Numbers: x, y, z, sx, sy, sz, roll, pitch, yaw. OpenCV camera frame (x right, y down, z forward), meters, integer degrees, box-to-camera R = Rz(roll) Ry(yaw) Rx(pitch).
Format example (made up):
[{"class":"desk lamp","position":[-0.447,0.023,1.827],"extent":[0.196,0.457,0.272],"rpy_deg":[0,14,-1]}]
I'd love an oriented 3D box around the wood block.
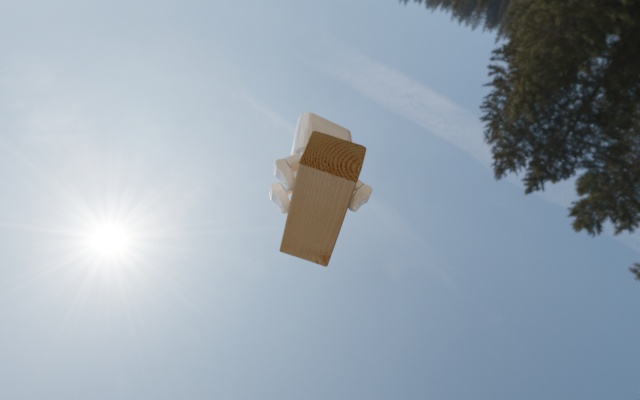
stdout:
[{"class":"wood block","position":[0.000,0.002,0.783],"extent":[0.091,0.206,0.090],"rpy_deg":[17,45,2]}]
